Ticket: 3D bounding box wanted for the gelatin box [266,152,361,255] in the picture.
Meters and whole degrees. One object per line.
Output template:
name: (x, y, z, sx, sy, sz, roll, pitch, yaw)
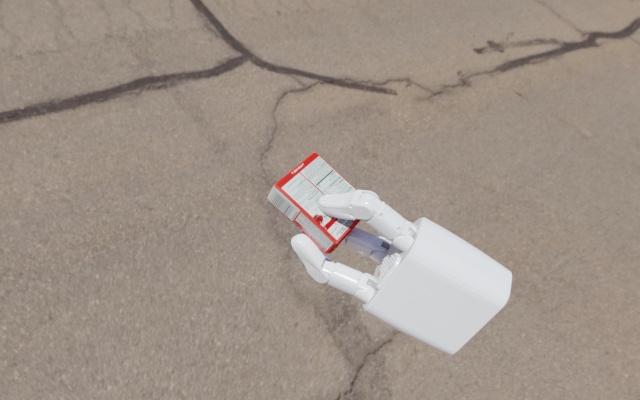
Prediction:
gelatin box: (0.000, 0.001, 0.499, 0.073, 0.089, 0.030, -44, -5, -40)
